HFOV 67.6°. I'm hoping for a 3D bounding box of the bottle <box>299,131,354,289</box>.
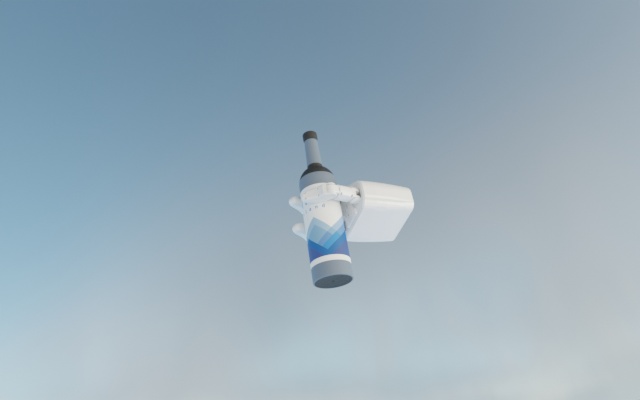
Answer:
[{"bbox_3d":[0.000,0.003,0.835,0.069,0.295,0.069,-7,-29,-4],"label":"bottle"}]
